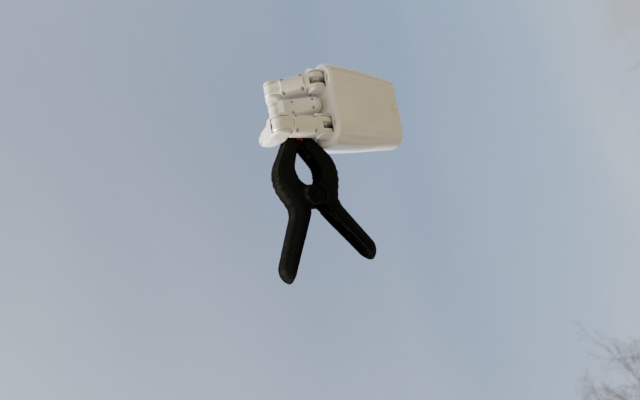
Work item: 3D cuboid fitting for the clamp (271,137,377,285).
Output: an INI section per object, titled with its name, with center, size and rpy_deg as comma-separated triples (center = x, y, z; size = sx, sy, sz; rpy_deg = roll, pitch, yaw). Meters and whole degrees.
[clamp]
center = 0.000, 0.002, 0.532
size = 0.120, 0.171, 0.039
rpy_deg = -1, -12, -34
